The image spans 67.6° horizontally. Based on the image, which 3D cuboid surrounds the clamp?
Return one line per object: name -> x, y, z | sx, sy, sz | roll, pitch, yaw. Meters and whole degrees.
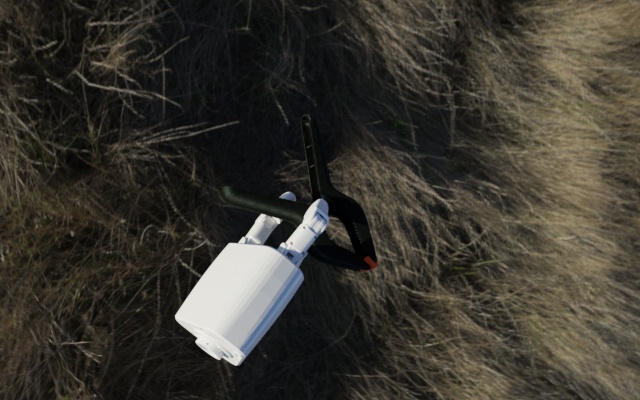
clamp -> 0.001, 0.002, 0.597 | 0.210, 0.164, 0.036 | 42, -26, -11
